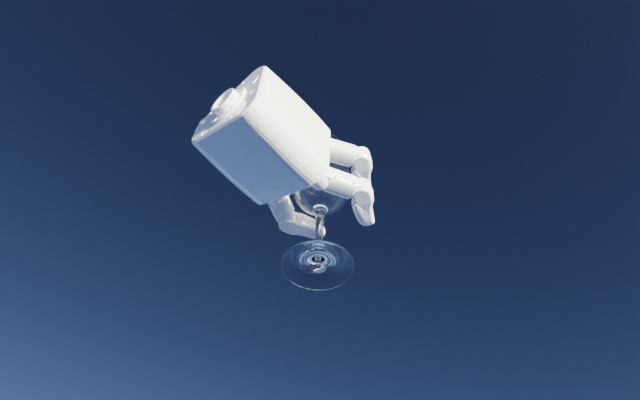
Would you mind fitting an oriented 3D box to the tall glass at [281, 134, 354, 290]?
[{"bbox_3d":[0.000,0.002,0.556,0.079,0.079,0.200,0,41,3],"label":"tall glass"}]
